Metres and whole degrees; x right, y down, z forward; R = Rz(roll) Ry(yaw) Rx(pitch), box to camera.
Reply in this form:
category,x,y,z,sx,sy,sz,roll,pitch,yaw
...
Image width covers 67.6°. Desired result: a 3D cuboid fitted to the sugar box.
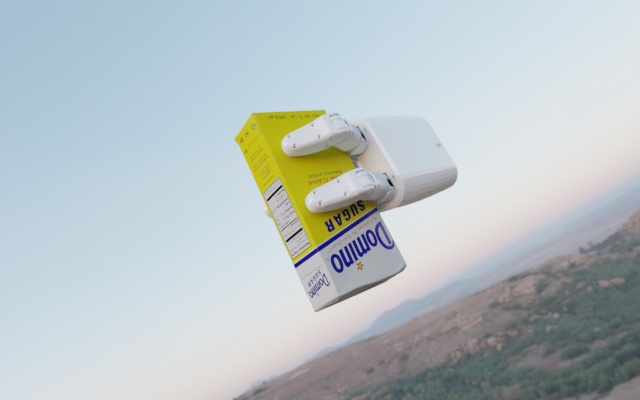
category,x,y,z,sx,sy,sz,roll,pitch,yaw
sugar box,0.000,0.001,0.432,0.093,0.176,0.048,-14,-22,-42
